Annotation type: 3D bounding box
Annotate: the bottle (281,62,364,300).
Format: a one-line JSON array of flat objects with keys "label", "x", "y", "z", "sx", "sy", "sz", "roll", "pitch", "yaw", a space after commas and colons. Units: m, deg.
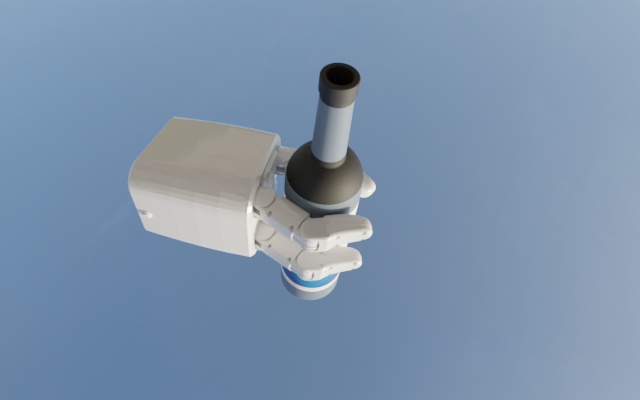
[{"label": "bottle", "x": 0.000, "y": 0.002, "z": 0.433, "sx": 0.069, "sy": 0.069, "sz": 0.296, "roll": 0, "pitch": -34, "yaw": -6}]
